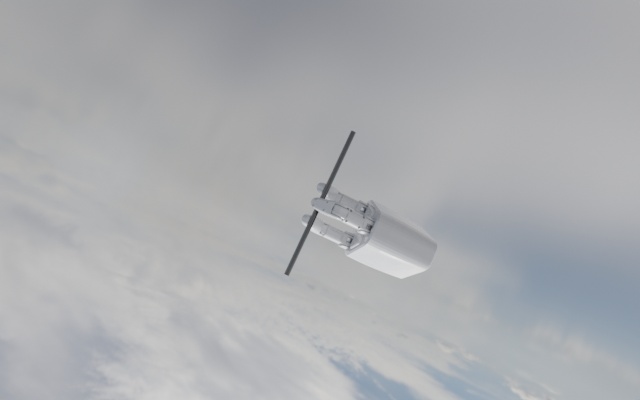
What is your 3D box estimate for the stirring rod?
[{"bbox_3d":[0.000,0.002,0.722,0.011,0.239,0.011,25,-7,3],"label":"stirring rod"}]
